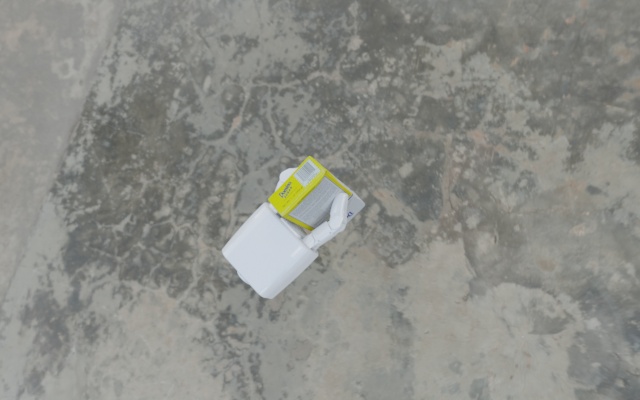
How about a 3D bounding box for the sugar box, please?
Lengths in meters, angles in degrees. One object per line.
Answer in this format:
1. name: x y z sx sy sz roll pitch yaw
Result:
1. sugar box: 0.000 0.002 0.762 0.048 0.093 0.176 48 6 26
